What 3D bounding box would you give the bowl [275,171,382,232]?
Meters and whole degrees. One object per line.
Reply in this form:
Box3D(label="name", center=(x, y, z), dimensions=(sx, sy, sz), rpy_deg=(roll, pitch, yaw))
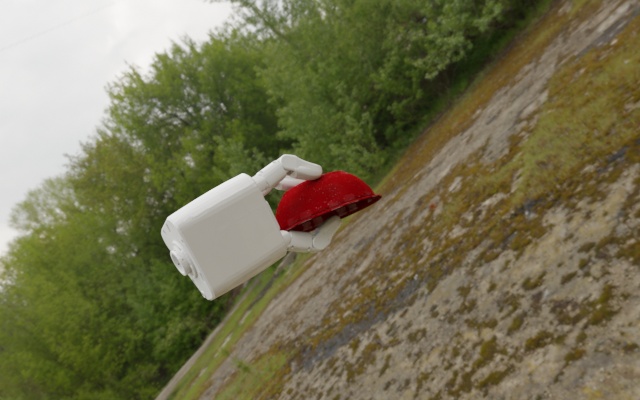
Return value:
Box3D(label="bowl", center=(0.001, 0.001, 0.659), dimensions=(0.162, 0.055, 0.162), rpy_deg=(-21, -8, -3))
